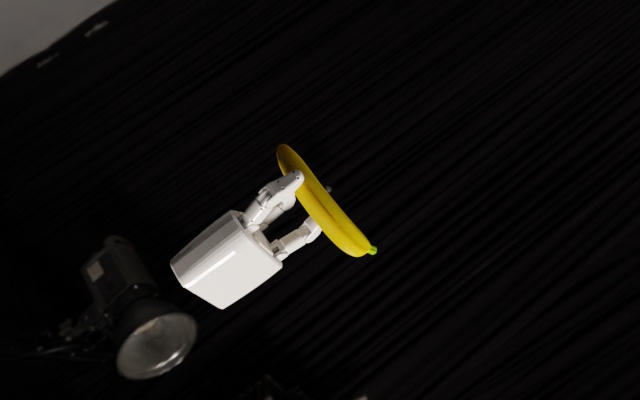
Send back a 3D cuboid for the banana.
[{"bbox_3d":[0.001,0.006,0.627,0.037,0.198,0.069,-39,1,5],"label":"banana"}]
